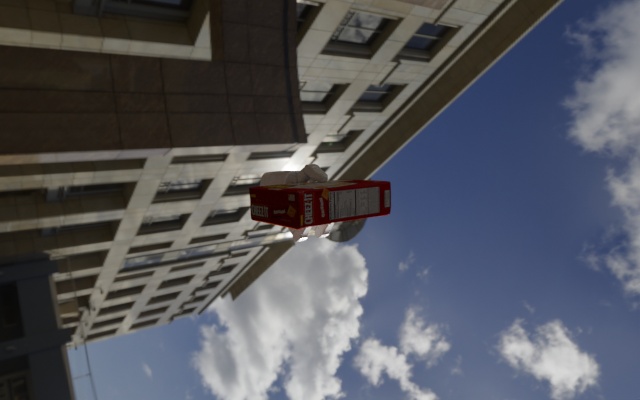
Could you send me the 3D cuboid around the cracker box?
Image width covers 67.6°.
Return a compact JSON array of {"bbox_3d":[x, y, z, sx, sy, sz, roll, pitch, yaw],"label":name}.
[{"bbox_3d":[0.000,0.003,0.892,0.213,0.072,0.164,-7,7,-37],"label":"cracker box"}]
